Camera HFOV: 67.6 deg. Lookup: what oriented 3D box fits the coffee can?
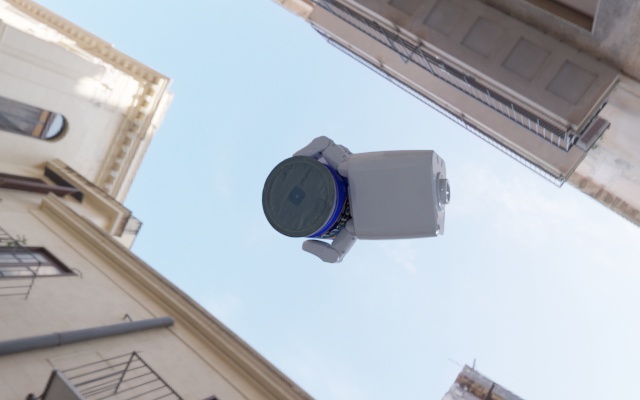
[{"bbox_3d":[0.000,0.002,0.650,0.103,0.103,0.140,0,-6,25],"label":"coffee can"}]
